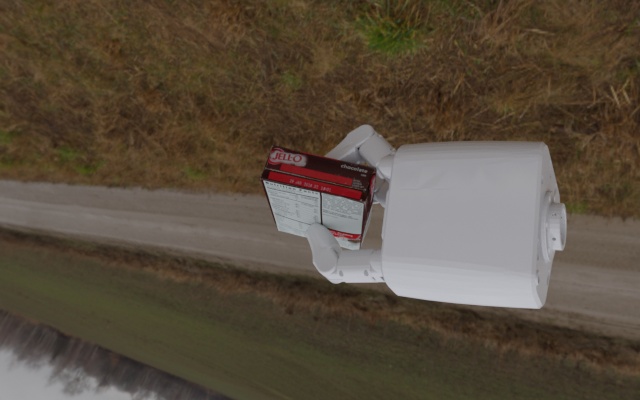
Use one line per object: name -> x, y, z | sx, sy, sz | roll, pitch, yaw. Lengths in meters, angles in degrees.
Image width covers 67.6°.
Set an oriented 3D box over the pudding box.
pudding box -> 0.000, 0.002, 0.430 | 0.090, 0.039, 0.114 | 14, -27, 9
